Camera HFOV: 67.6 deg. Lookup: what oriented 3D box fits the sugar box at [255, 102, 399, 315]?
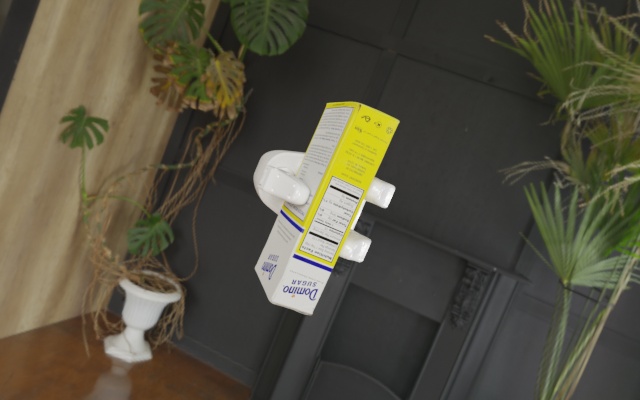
[{"bbox_3d":[0.001,0.001,0.424,0.048,0.176,0.093,21,4,-18],"label":"sugar box"}]
